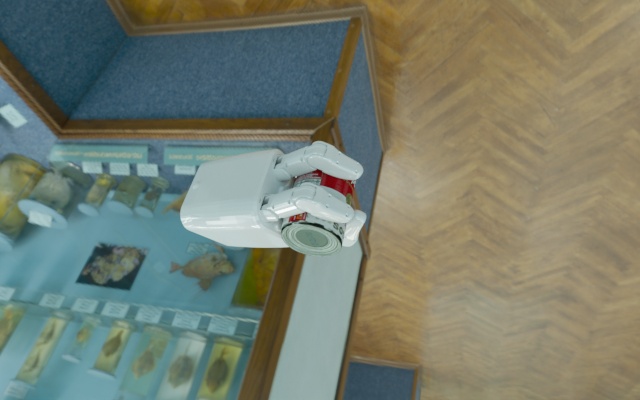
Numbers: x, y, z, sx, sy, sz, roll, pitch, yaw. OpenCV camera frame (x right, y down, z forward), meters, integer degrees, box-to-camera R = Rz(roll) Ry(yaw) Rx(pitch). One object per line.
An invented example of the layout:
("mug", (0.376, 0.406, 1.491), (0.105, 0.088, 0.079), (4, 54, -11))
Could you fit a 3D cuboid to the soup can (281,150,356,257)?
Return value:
("soup can", (0.001, 0.002, 0.525), (0.068, 0.102, 0.069), (10, -34, 7))
